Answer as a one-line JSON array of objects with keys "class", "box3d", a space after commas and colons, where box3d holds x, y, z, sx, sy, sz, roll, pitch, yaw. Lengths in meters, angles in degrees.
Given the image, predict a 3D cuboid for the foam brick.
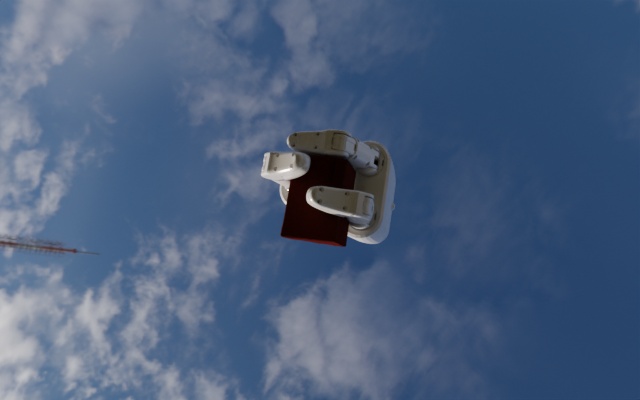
[{"class": "foam brick", "box3d": [0.000, 0.002, 0.446, 0.053, 0.078, 0.051, 7, -9, 14]}]
